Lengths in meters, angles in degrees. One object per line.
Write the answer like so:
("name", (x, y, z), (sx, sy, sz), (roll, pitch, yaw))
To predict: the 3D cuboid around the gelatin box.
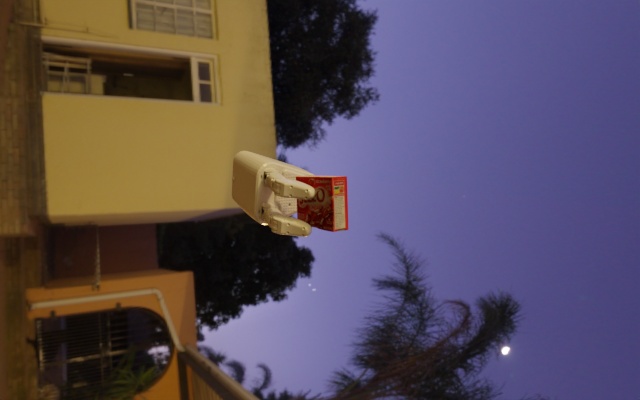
("gelatin box", (0.001, 0.002, 0.663), (0.030, 0.073, 0.089), (-6, 7, -36))
